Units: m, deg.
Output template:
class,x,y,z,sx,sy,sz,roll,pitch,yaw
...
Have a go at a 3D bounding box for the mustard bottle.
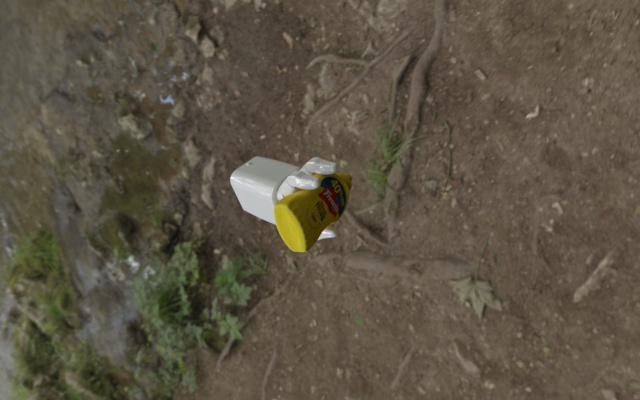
class,x,y,z,sx,sy,sz,roll,pitch,yaw
mustard bottle,0.000,0.003,0.852,0.058,0.096,0.191,-4,27,41
